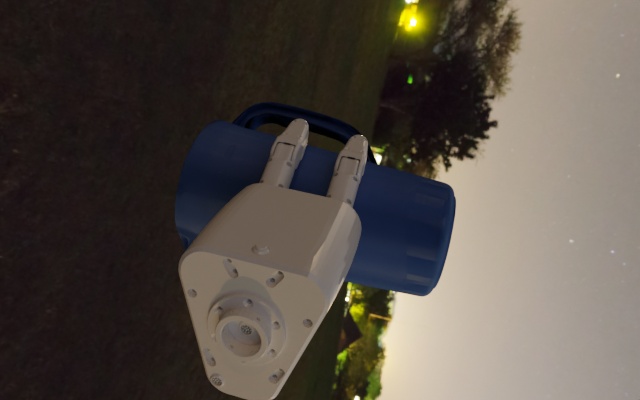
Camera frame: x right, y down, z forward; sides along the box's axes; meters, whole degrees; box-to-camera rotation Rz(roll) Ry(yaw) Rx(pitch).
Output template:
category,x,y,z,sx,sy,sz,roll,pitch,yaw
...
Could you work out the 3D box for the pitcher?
category,x,y,z,sx,sy,sz,roll,pitch,yaw
pitcher,0.000,0.002,0.463,0.243,0.149,0.145,13,22,8
